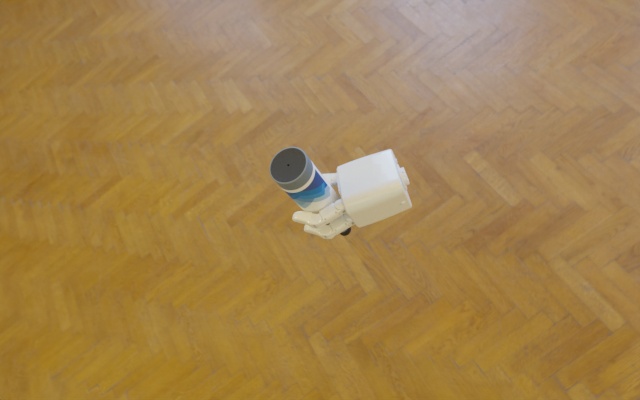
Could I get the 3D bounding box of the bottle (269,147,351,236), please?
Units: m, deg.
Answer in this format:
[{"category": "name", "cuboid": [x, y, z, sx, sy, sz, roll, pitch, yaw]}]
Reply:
[{"category": "bottle", "cuboid": [0.000, 0.003, 0.880, 0.069, 0.069, 0.296, 0, -24, 22]}]
